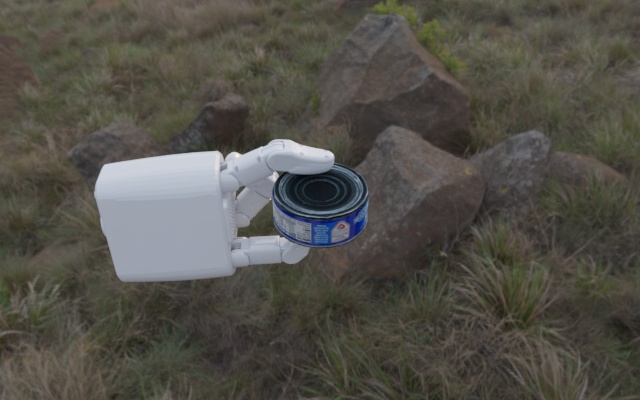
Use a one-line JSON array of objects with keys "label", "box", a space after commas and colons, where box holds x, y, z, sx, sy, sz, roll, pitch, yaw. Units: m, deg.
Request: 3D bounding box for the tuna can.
[{"label": "tuna can", "box": [0.000, 0.001, 0.423, 0.086, 0.034, 0.086, 1, 38, 0]}]
